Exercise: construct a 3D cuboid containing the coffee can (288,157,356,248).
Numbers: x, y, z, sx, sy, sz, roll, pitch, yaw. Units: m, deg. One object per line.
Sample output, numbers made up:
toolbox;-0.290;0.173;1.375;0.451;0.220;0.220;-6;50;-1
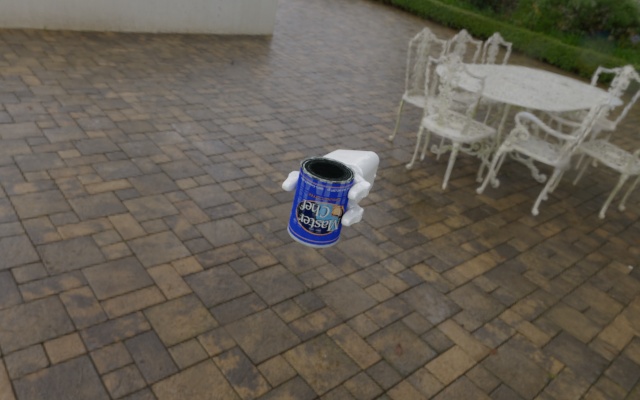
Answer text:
coffee can;0.000;0.003;0.894;0.103;0.140;0.102;10;28;-5
